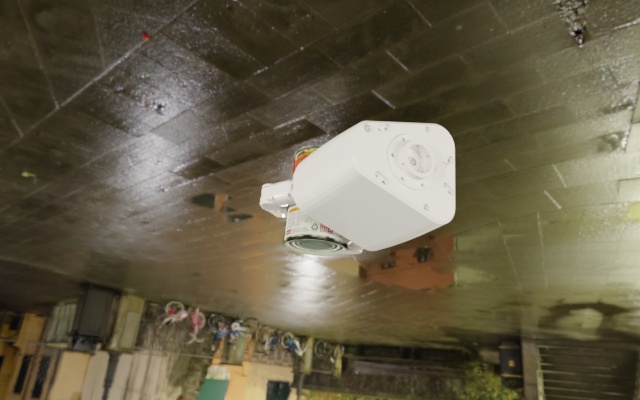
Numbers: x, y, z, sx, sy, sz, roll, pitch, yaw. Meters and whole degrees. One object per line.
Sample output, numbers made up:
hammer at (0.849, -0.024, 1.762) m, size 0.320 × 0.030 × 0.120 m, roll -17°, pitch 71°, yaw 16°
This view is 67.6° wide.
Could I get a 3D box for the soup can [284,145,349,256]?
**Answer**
soup can at (0.000, 0.002, 0.508) m, size 0.068 × 0.102 × 0.068 m, roll 5°, pitch -20°, yaw 2°
